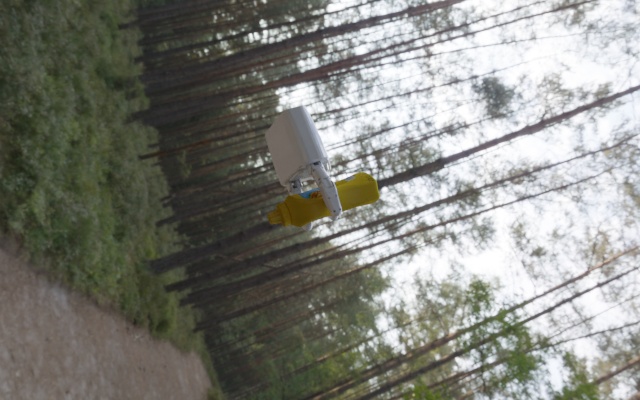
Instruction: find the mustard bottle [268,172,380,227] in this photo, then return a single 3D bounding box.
[{"bbox_3d":[0.000,0.003,0.834,0.191,0.058,0.096,-18,14,-16],"label":"mustard bottle"}]
